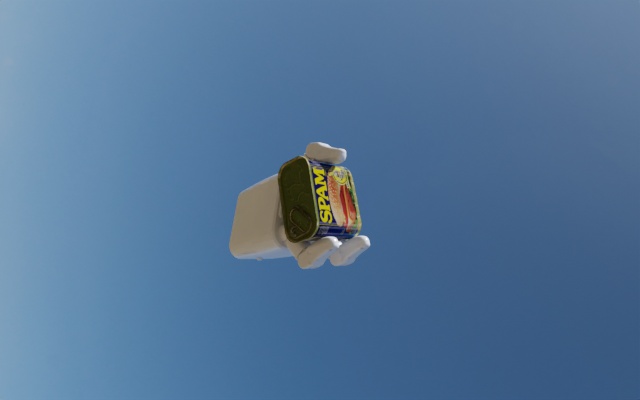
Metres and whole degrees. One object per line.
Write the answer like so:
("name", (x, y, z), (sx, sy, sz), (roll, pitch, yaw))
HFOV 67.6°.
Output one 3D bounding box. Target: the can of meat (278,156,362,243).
("can of meat", (0.000, 0.002, 0.598), (0.084, 0.102, 0.057), (7, -22, -45))
